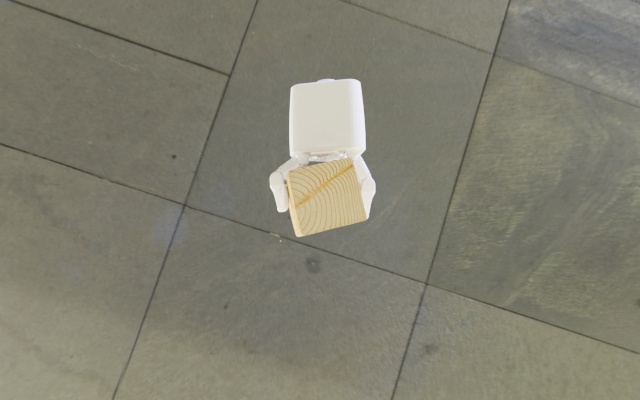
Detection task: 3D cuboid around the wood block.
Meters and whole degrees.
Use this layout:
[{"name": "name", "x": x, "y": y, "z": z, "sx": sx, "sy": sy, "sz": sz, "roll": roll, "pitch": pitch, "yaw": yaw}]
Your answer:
[{"name": "wood block", "x": 0.000, "y": 0.002, "z": 0.729, "sx": 0.091, "sy": 0.090, "sz": 0.206, "roll": -13, "pitch": -4, "yaw": -6}]
